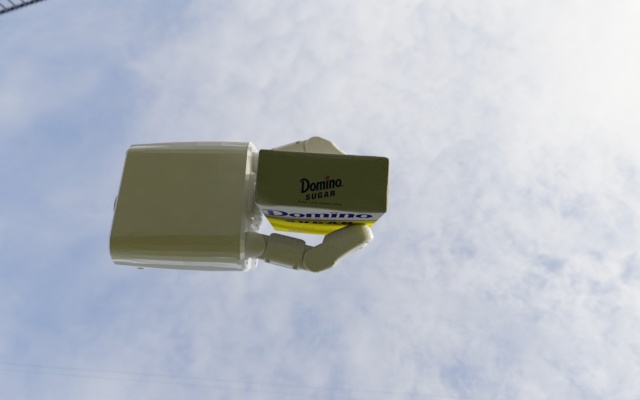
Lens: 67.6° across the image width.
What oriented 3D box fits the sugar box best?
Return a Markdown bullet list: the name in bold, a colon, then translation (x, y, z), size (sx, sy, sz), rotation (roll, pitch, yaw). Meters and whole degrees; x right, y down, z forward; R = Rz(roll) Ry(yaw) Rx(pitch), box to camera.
- **sugar box**: translation (0.000, 0.002, 0.407), size (0.093, 0.048, 0.176), rotation (4, -7, 0)
